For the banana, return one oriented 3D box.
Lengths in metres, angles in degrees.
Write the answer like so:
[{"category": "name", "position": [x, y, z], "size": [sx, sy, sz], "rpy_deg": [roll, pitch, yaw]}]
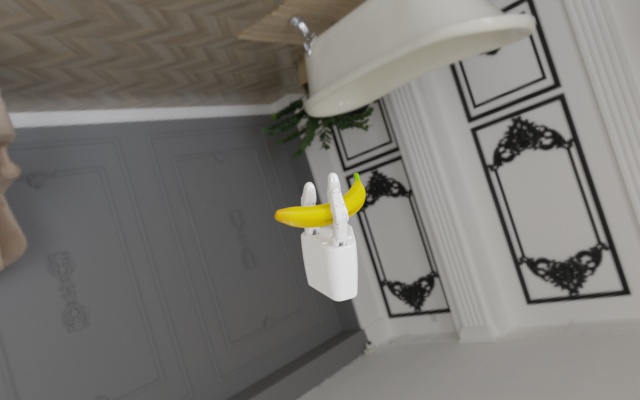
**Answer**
[{"category": "banana", "position": [0.015, 0.012, 0.836], "size": [0.197, 0.037, 0.069], "rpy_deg": [-25, 51, -35]}]
